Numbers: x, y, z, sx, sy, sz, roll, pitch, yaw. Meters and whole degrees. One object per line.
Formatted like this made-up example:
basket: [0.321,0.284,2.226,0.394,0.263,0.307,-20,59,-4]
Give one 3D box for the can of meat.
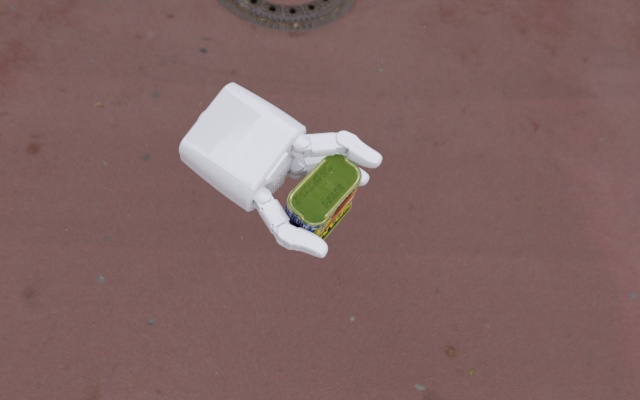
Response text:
can of meat: [0.000,0.002,0.572,0.057,0.102,0.084,38,-24,10]
